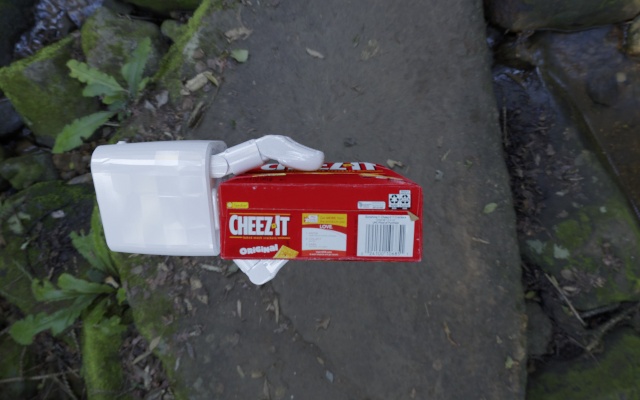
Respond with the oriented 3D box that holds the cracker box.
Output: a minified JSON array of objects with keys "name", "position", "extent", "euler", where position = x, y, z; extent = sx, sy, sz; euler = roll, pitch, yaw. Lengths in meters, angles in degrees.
[{"name":"cracker box","position":[0.000,0.002,0.479],"extent":[0.164,0.072,0.213],"euler":[0,9,0]}]
